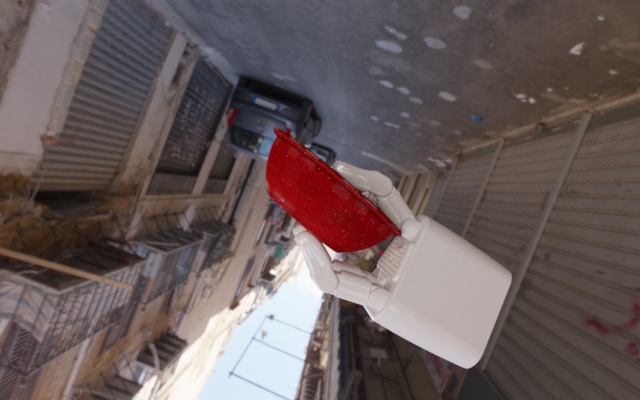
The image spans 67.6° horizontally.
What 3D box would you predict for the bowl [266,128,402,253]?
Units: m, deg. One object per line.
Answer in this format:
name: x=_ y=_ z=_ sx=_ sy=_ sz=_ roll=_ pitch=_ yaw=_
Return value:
bowl: x=-0.001 y=0.001 z=0.467 sx=0.162 sy=0.055 sz=0.162 roll=41 pitch=-1 yaw=1
